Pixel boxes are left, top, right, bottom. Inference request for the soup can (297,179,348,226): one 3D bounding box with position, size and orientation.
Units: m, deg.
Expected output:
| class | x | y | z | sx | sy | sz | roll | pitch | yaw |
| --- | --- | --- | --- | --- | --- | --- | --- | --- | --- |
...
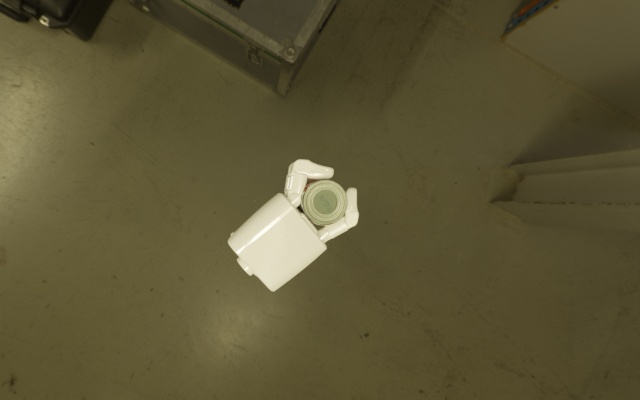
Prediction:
| class | x | y | z | sx | sy | sz | roll | pitch | yaw |
| --- | --- | --- | --- | --- | --- | --- | --- | --- | --- |
| soup can | 0.001 | 0.002 | 0.730 | 0.068 | 0.068 | 0.102 | 0 | 0 | -8 |
